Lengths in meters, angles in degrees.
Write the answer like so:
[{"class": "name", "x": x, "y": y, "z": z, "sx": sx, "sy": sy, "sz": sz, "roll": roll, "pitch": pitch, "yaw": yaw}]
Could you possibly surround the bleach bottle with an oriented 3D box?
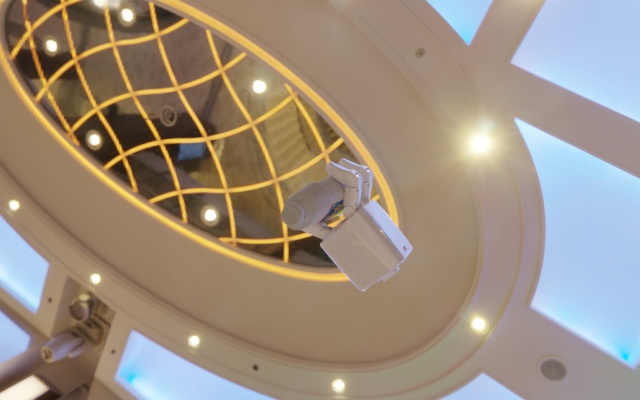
[{"class": "bleach bottle", "x": 0.000, "y": 0.002, "z": 0.776, "sx": 0.102, "sy": 0.068, "sz": 0.251, "roll": -43, "pitch": -7, "yaw": 25}]
